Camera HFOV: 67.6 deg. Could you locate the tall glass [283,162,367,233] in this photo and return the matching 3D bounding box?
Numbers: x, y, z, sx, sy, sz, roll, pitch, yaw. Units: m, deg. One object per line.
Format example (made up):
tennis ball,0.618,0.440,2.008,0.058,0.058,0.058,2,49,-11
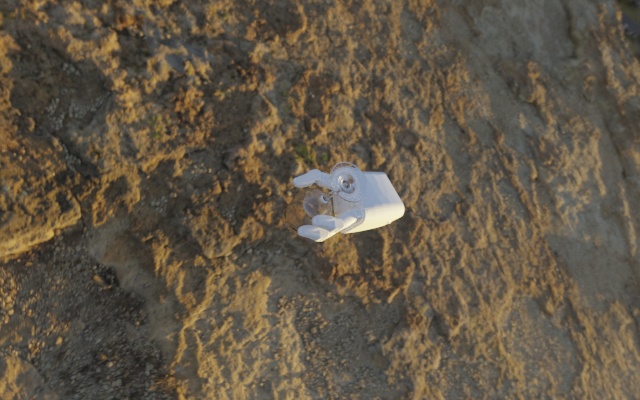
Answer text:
tall glass,0.000,0.003,0.885,0.079,0.079,0.201,0,-20,-32
